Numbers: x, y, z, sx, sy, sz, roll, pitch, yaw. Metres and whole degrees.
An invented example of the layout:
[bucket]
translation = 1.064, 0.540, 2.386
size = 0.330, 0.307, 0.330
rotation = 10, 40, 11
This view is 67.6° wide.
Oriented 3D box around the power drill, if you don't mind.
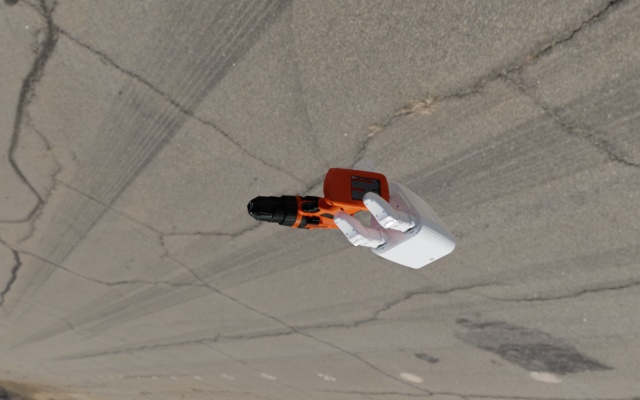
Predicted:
[power drill]
translation = 0.001, 0.002, 0.728
size = 0.184, 0.057, 0.188
rotation = 4, -14, -27
